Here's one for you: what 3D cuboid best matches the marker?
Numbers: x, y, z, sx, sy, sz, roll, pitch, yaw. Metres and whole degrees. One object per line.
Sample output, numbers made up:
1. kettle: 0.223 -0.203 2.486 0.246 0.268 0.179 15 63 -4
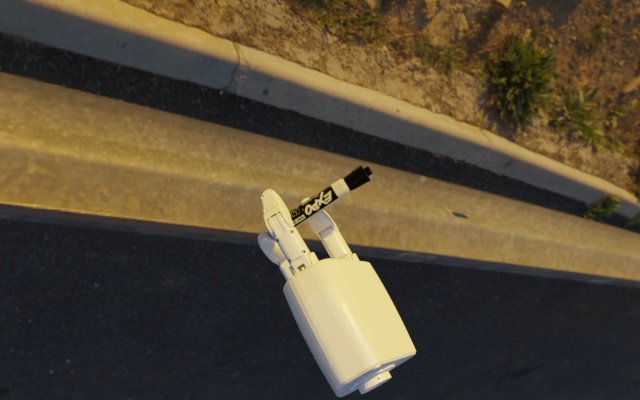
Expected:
1. marker: 0.000 0.002 0.488 0.121 0.020 0.020 -33 -4 6
